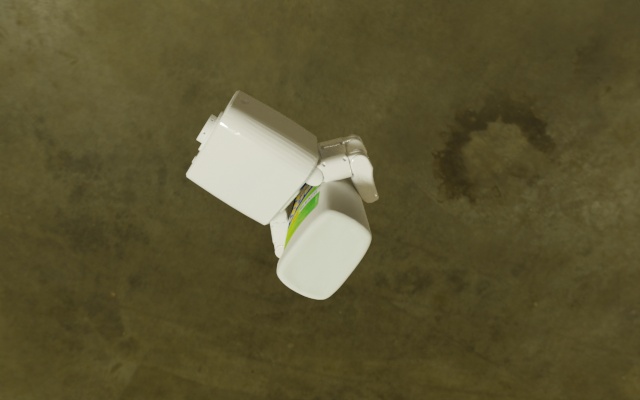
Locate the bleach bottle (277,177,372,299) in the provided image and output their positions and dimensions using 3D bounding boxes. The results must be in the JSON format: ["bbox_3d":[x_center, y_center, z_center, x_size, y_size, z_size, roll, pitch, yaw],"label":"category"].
[{"bbox_3d":[0.000,0.002,0.570,0.068,0.102,0.250,31,20,-15],"label":"bleach bottle"}]
